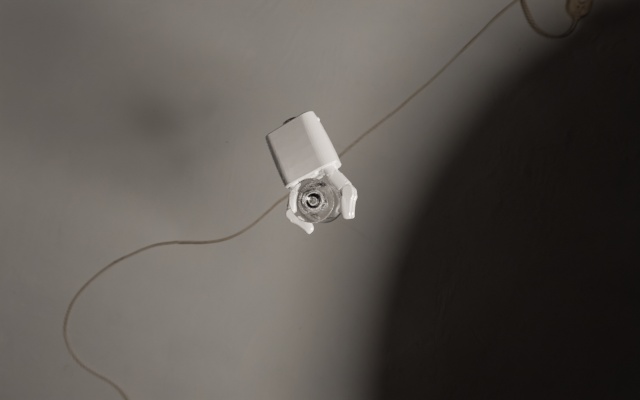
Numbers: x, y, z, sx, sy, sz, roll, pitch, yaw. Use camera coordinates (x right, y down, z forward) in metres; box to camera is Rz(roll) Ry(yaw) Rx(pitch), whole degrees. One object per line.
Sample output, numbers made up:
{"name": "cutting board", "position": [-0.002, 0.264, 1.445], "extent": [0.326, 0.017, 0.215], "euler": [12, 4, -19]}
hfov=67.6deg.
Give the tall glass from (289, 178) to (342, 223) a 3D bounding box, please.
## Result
{"name": "tall glass", "position": [0.000, 0.003, 0.873], "extent": [0.079, 0.079, 0.201], "euler": [0, -2, 9]}
